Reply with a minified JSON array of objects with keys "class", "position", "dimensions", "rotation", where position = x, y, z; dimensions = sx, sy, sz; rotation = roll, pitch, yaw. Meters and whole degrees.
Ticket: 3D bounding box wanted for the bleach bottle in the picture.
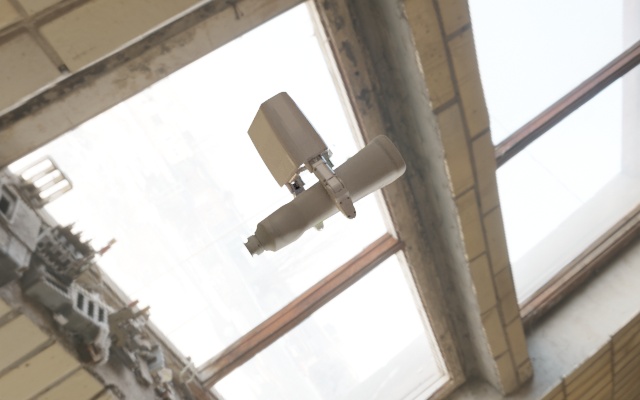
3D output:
[{"class":"bleach bottle","position":[0.000,0.002,0.698],"dimensions":[0.251,0.068,0.102],"rotation":[-33,-5,-12]}]
